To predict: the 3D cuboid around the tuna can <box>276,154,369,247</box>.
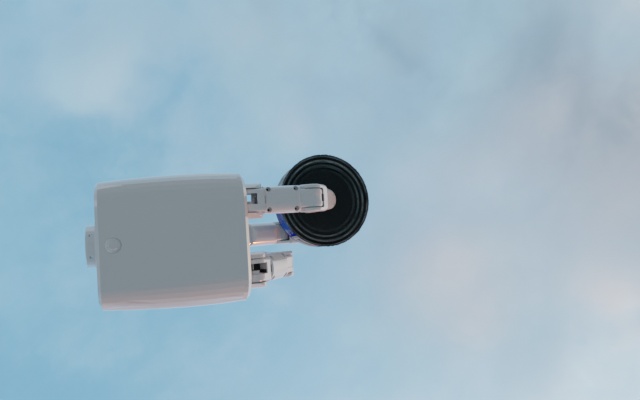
[{"bbox_3d":[0.000,0.002,0.455,0.086,0.086,0.034,0,-7,-17],"label":"tuna can"}]
